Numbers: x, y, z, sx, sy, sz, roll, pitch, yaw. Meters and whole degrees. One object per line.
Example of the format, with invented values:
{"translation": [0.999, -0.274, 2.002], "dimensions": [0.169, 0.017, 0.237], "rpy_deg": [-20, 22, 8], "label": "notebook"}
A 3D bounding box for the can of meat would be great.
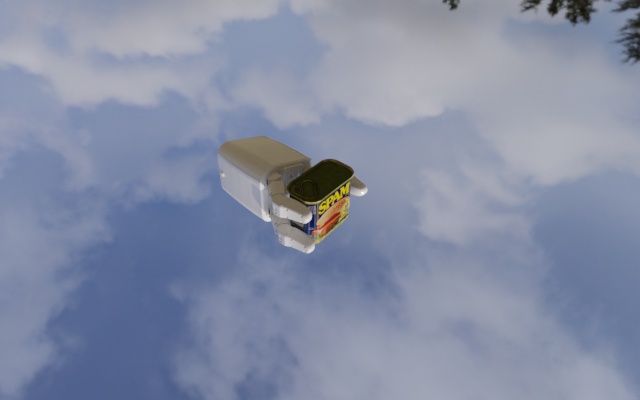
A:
{"translation": [0.000, 0.002, 0.687], "dimensions": [0.057, 0.084, 0.102], "rpy_deg": [29, 47, 28], "label": "can of meat"}
